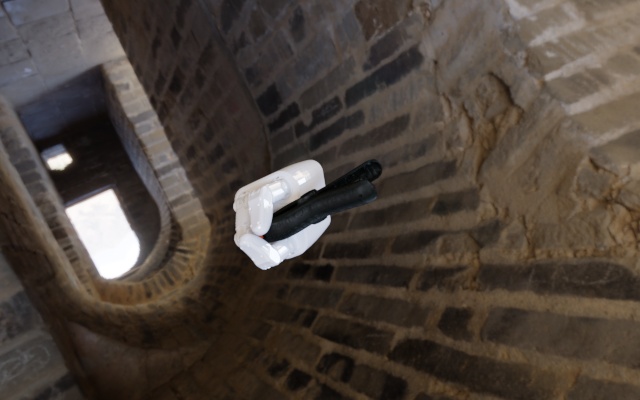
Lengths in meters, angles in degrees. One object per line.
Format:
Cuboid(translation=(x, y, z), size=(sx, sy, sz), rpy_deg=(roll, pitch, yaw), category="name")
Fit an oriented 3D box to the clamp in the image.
Cuboid(translation=(0.000, 0.002, 0.561), size=(0.171, 0.039, 0.120), rpy_deg=(-22, 6, 25), category="clamp")
